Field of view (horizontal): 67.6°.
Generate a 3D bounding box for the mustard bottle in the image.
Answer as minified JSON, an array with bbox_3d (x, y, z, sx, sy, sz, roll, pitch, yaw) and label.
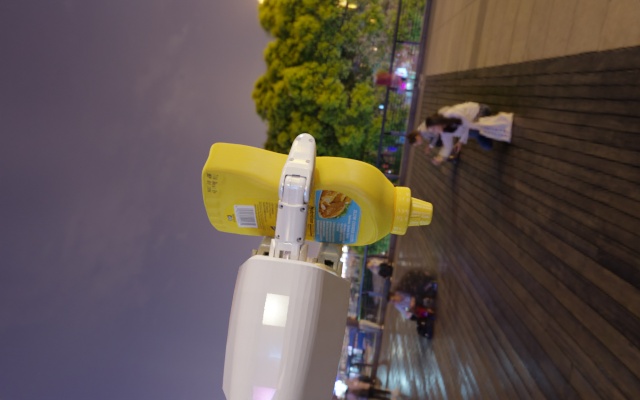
[{"bbox_3d":[0.000,0.001,0.416,0.191,0.058,0.096,7,-37,4],"label":"mustard bottle"}]
